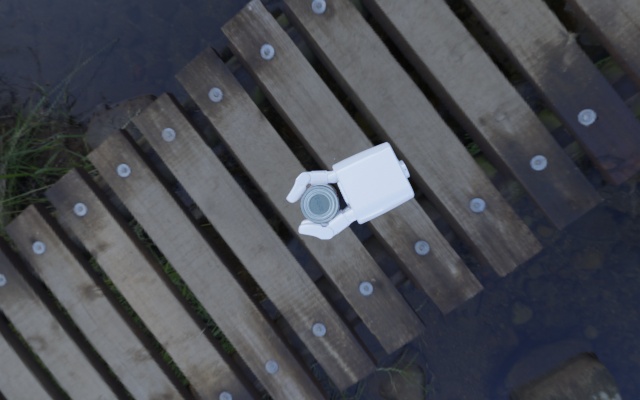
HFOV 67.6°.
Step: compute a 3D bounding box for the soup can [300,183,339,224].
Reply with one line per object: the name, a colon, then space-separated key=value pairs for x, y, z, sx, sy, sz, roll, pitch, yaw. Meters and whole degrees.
soup can: x=0.000 y=0.003 z=0.857 sx=0.068 sy=0.068 sz=0.102 roll=0 pitch=5 yaw=2
